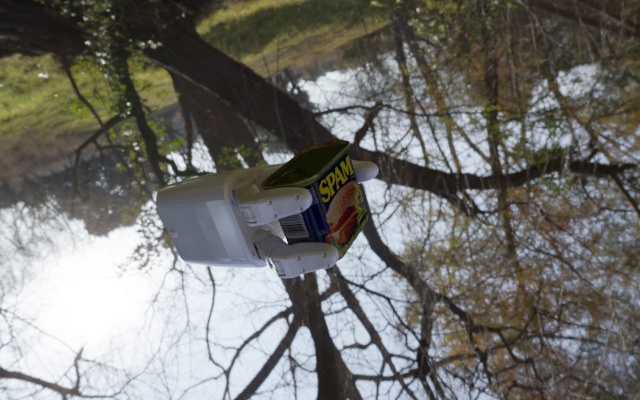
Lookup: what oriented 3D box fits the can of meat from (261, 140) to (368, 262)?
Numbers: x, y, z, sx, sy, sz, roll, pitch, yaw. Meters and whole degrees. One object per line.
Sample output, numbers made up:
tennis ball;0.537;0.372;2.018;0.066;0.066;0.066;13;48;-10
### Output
can of meat;0.000;0.002;0.450;0.057;0.084;0.102;-6;24;31
